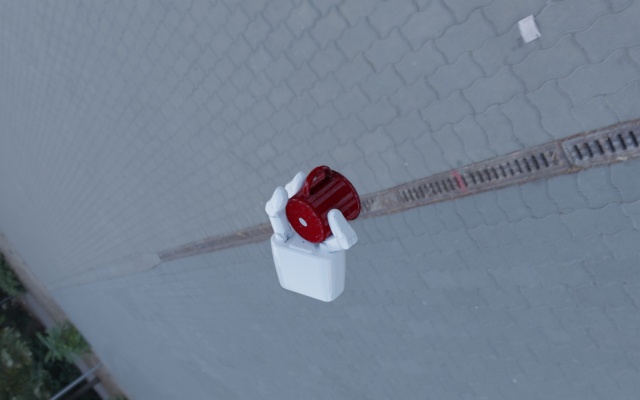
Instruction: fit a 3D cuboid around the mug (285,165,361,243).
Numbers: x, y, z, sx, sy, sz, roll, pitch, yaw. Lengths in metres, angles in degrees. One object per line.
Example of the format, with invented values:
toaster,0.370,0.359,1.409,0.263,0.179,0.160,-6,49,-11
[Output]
mug,0.000,0.001,0.721,0.093,0.117,0.081,26,48,33
